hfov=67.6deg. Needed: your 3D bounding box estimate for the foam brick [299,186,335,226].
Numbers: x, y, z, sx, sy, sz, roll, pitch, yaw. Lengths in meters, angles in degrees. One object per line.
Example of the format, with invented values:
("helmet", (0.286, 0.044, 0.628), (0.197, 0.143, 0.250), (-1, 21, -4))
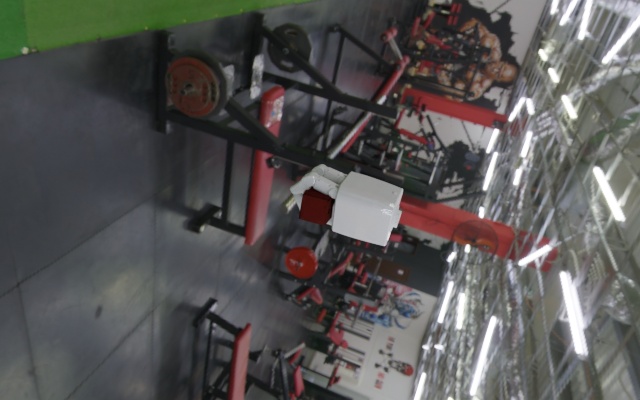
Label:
("foam brick", (0.000, 0.003, 0.886), (0.051, 0.053, 0.078), (16, 28, 14))
